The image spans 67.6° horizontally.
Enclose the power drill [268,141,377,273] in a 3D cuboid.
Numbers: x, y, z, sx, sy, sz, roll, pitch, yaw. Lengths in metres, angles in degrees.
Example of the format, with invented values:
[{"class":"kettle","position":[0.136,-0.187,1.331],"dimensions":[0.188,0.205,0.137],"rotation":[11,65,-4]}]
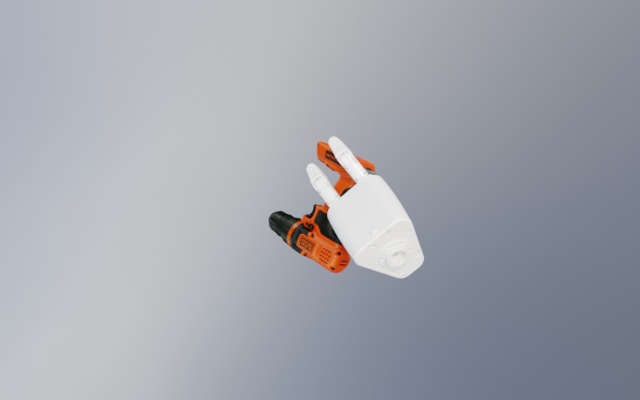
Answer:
[{"class":"power drill","position":[0.000,0.002,0.790],"dimensions":[0.184,0.188,0.057],"rotation":[29,13,38]}]
